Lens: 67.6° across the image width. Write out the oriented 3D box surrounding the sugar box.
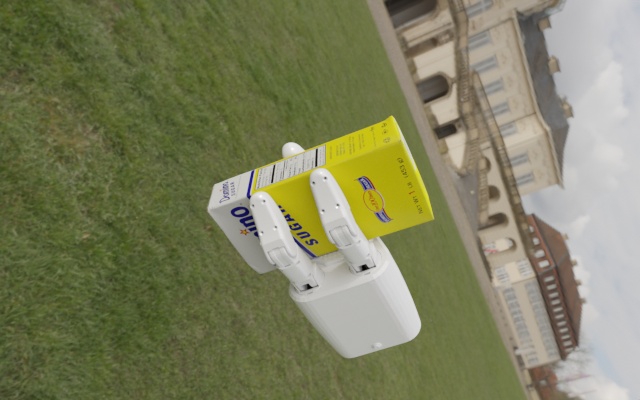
[{"bbox_3d":[0.000,0.002,0.423,0.176,0.093,0.048,-21,36,14],"label":"sugar box"}]
